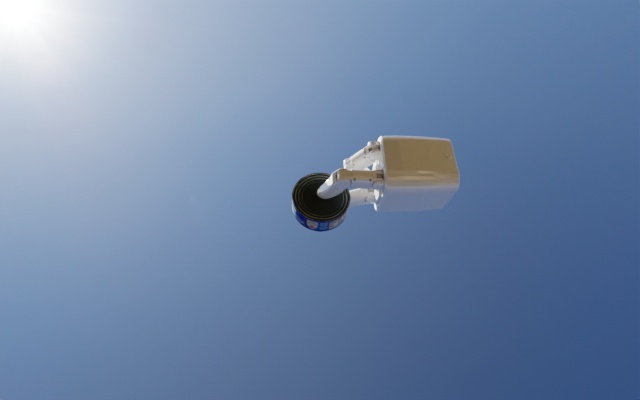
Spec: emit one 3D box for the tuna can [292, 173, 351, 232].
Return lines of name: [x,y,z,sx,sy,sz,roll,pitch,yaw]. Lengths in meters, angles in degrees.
tuna can: [0.000,0.003,0.708,0.086,0.086,0.034,0,-33,-5]
